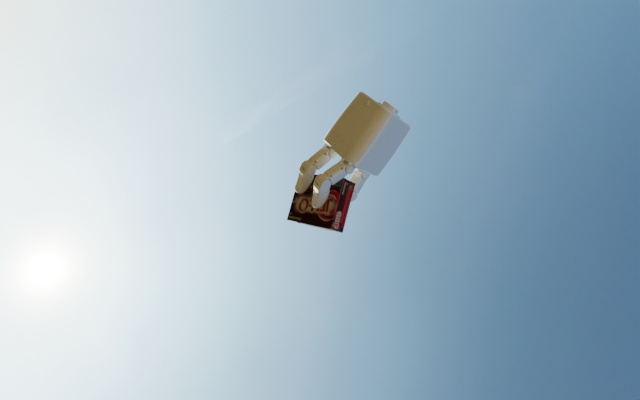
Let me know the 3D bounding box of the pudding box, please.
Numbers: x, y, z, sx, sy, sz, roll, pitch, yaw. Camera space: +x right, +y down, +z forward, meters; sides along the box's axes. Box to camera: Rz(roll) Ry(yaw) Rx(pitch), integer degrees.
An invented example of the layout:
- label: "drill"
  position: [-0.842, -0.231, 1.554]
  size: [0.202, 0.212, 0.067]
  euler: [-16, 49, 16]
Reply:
- label: "pudding box"
  position: [0.000, 0.003, 0.836]
  size: [0.113, 0.090, 0.039]
  euler: [8, -10, 46]
